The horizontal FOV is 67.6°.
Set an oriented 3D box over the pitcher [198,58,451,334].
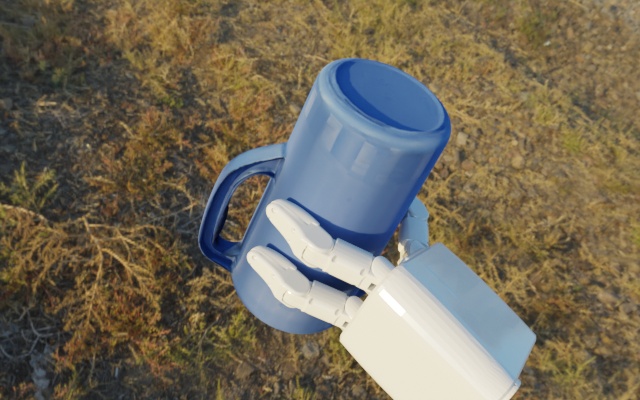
[{"bbox_3d":[0.000,0.001,0.423,0.149,0.145,0.243,-24,-28,-41],"label":"pitcher"}]
